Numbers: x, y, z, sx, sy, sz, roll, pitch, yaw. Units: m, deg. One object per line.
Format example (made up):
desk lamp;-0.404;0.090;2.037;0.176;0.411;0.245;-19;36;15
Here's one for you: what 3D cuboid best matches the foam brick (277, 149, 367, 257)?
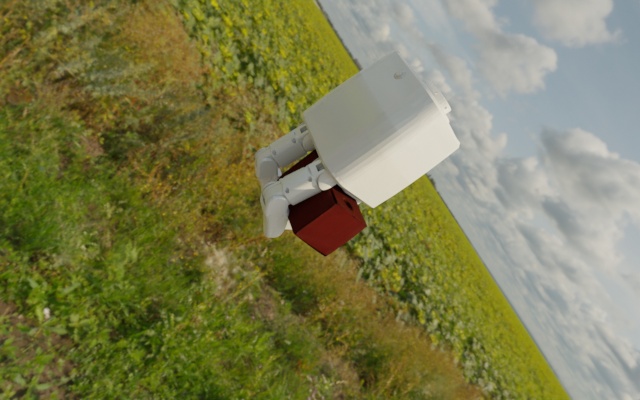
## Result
foam brick;0.000;0.002;0.454;0.051;0.078;0.053;-35;-43;16
